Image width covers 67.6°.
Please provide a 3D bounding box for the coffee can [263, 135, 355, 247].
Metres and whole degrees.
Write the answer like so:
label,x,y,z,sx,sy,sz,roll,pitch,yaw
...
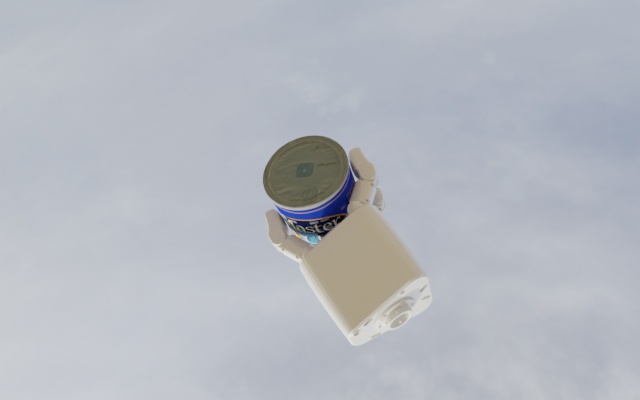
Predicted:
label,x,y,z,sx,sy,sz,roll,pitch,yaw
coffee can,0.000,0.002,0.601,0.103,0.102,0.140,0,-32,18
